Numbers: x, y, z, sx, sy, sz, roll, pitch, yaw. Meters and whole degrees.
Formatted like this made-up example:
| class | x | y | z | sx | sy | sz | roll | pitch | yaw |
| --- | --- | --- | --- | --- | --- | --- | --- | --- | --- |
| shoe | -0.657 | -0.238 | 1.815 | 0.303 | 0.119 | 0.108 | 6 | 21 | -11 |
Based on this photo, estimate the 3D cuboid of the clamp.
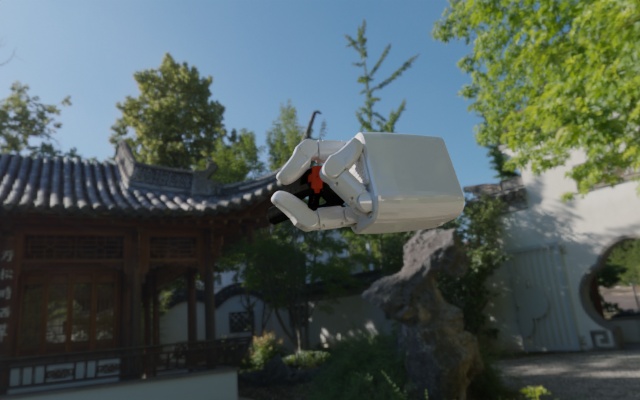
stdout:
| class | x | y | z | sx | sy | sz | roll | pitch | yaw |
| --- | --- | --- | --- | --- | --- | --- | --- | --- | --- |
| clamp | 0.000 | 0.001 | 0.607 | 0.120 | 0.039 | 0.171 | -1 | -15 | -14 |
